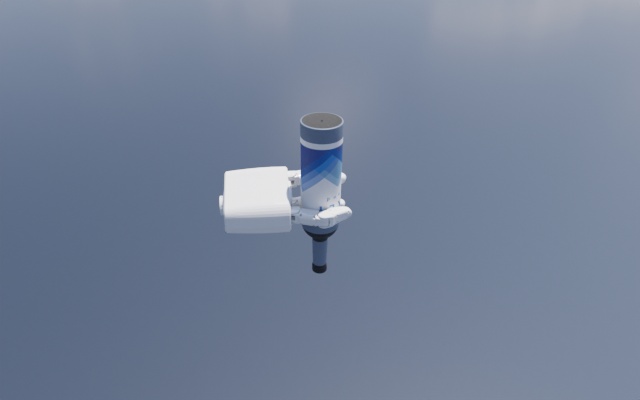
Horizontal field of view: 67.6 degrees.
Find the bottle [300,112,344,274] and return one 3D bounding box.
[{"bbox_3d":[0.000,0.002,0.802,0.069,0.296,0.069,1,33,0],"label":"bottle"}]
